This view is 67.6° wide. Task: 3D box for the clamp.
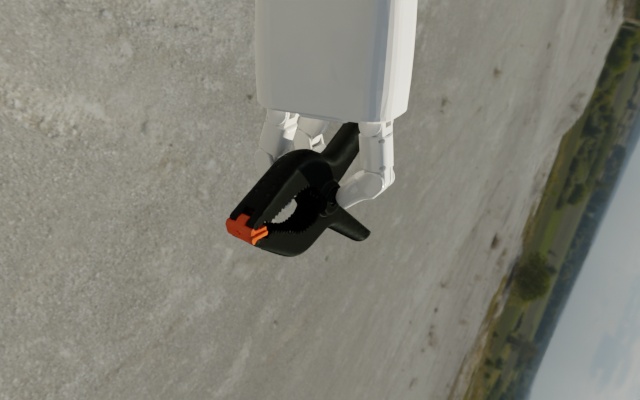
[{"bbox_3d":[0.000,0.002,0.437,0.036,0.165,0.210,19,35,31],"label":"clamp"}]
